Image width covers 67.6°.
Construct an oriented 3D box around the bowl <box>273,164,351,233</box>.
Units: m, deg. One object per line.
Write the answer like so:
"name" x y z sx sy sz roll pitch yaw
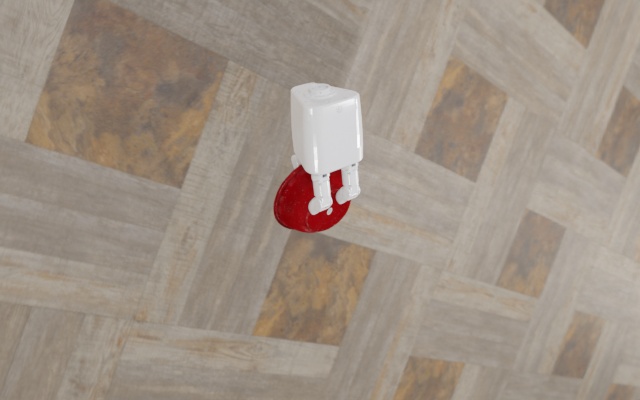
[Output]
"bowl" 0.001 0.004 0.839 0.162 0.162 0.055 0 36 -42
